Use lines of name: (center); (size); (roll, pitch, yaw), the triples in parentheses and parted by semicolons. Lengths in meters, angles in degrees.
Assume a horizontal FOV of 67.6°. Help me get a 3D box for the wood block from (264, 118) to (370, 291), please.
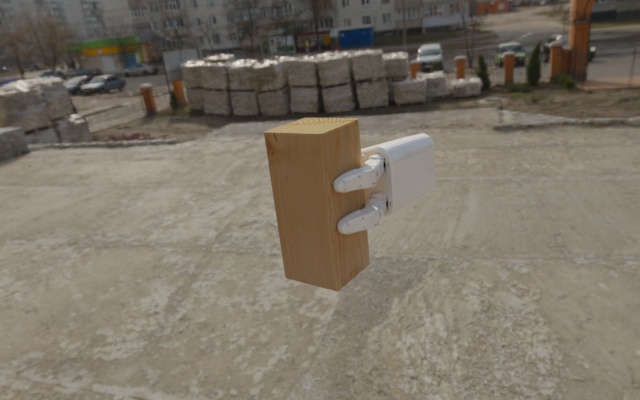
wood block: (0.000, 0.002, 0.632); (0.091, 0.206, 0.090); (8, 24, 35)
